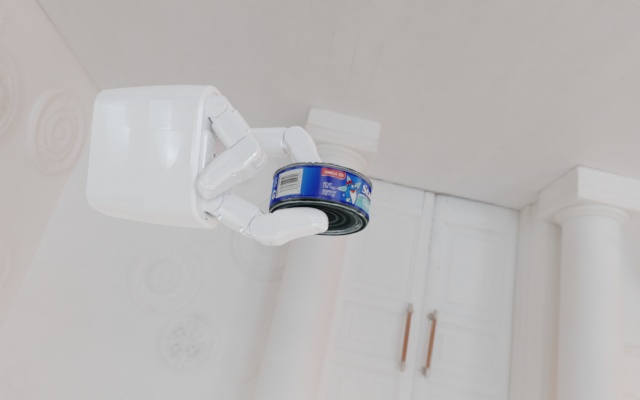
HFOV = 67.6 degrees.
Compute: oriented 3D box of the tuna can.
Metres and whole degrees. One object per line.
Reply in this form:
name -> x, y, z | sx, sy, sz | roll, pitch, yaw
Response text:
tuna can -> 0.000, 0.002, 0.403 | 0.086, 0.033, 0.086 | 6, -22, 2
